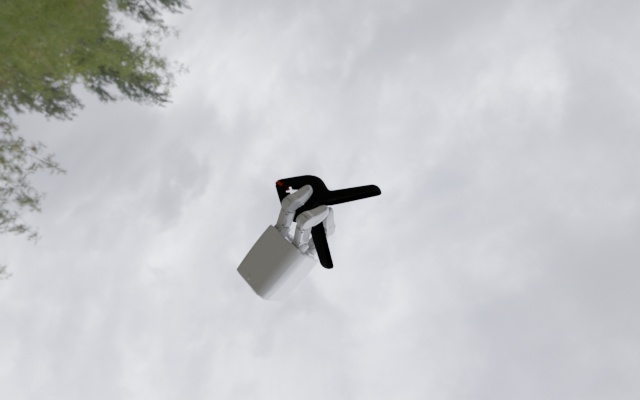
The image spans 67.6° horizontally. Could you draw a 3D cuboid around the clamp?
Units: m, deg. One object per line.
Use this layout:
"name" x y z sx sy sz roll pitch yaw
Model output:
"clamp" 0.000 0.003 0.859 0.210 0.164 0.036 39 -1 38
